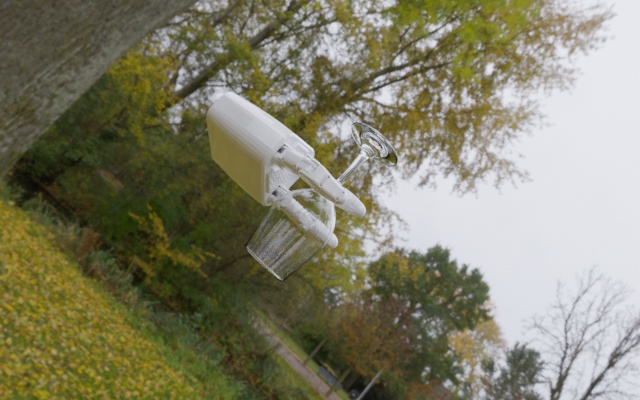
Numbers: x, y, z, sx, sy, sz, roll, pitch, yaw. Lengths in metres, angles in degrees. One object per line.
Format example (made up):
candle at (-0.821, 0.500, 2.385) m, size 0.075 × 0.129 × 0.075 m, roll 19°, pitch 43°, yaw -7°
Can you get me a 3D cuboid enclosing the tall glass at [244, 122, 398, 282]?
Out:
tall glass at (0.001, 0.001, 0.566) m, size 0.079 × 0.201 × 0.079 m, roll 40°, pitch -13°, yaw 11°
